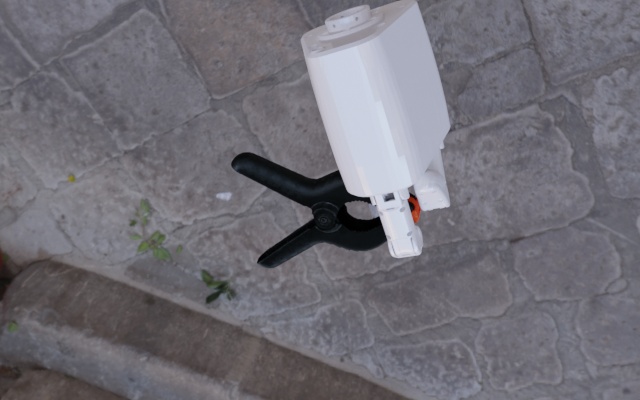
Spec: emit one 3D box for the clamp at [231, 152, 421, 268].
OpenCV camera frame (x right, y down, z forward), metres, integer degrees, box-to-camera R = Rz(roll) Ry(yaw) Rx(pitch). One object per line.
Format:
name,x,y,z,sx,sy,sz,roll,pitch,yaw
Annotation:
clamp,0.000,0.002,0.430,0.171,0.120,0.039,-11,29,20
